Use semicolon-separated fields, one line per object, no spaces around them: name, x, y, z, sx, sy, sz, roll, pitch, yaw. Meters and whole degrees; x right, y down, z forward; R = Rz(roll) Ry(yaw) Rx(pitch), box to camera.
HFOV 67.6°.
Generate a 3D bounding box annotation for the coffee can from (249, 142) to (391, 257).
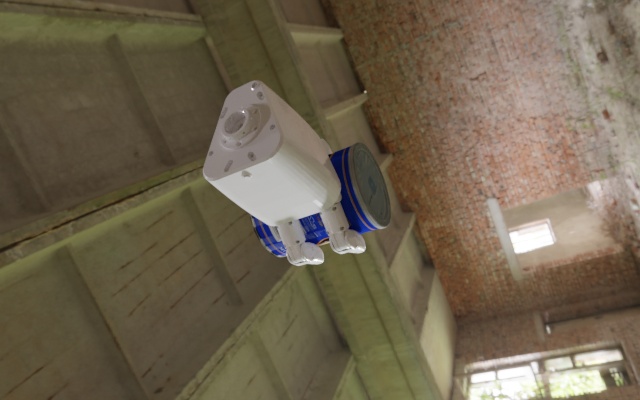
coffee can;0.000;0.002;0.574;0.140;0.103;0.103;-19;-8;23
